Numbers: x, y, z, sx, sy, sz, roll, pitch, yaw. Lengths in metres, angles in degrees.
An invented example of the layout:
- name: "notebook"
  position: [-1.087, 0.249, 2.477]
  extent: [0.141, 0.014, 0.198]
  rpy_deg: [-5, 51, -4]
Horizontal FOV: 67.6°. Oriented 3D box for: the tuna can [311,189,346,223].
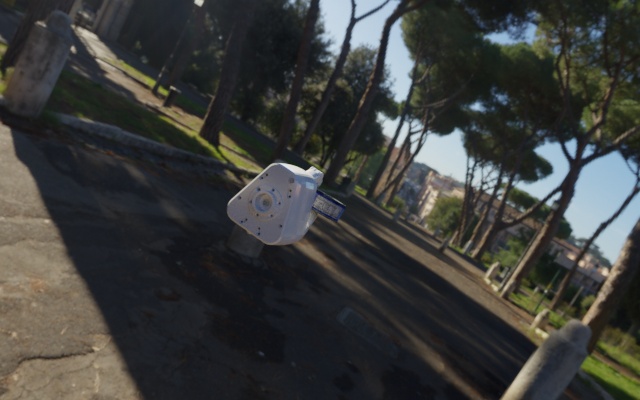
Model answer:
- name: "tuna can"
  position: [0.000, 0.002, 0.825]
  extent: [0.086, 0.034, 0.086]
  rpy_deg: [30, 2, -1]
